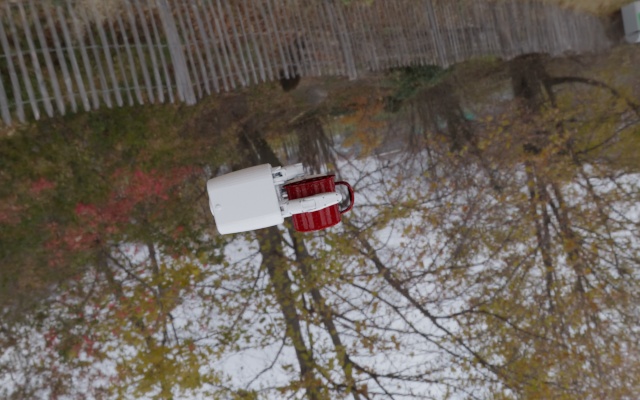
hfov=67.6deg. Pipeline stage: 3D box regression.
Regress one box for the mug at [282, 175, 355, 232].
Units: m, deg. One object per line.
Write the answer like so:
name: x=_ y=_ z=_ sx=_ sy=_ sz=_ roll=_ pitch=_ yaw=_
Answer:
mug: x=0.002 y=0.003 z=0.813 sx=0.117 sy=0.081 sz=0.093 roll=-12 pitch=7 yaw=1
